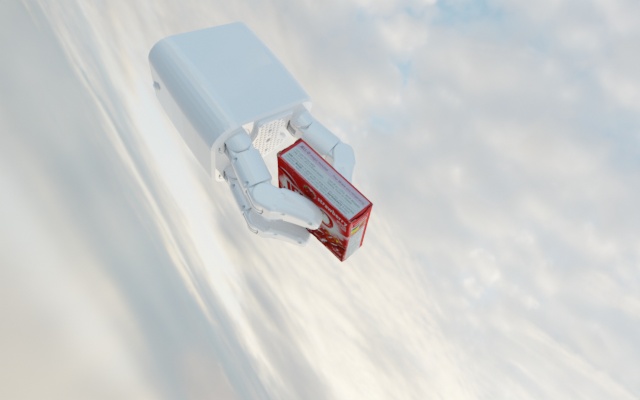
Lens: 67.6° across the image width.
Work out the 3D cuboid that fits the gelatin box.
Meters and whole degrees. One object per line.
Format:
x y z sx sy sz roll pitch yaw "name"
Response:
0.001 0.001 0.408 0.030 0.089 0.073 -38 -22 -23 "gelatin box"
